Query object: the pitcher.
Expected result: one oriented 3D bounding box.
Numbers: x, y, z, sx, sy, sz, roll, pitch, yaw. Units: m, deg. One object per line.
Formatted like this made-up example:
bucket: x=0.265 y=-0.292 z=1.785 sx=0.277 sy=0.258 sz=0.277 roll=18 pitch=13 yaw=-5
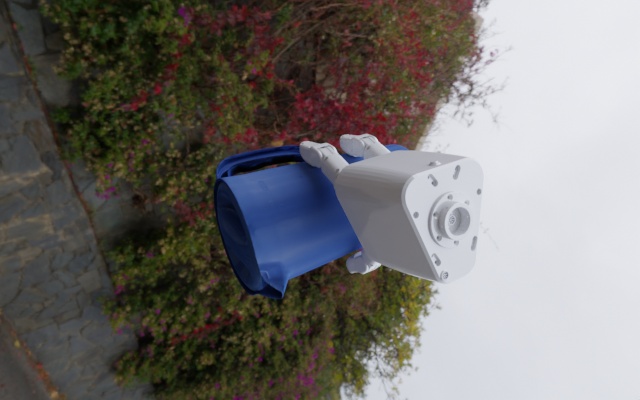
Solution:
pitcher: x=0.000 y=0.002 z=0.572 sx=0.243 sy=0.149 sz=0.145 roll=-17 pitch=13 yaw=-25
